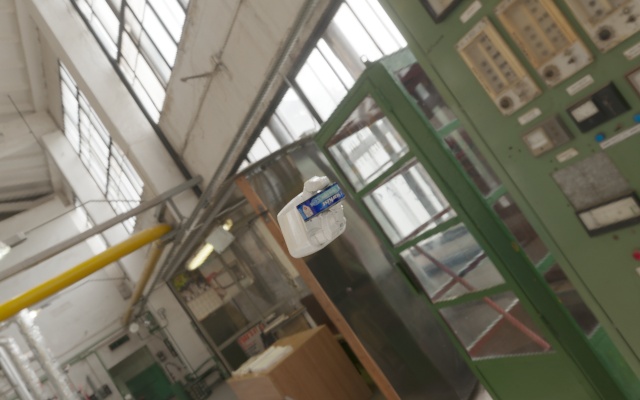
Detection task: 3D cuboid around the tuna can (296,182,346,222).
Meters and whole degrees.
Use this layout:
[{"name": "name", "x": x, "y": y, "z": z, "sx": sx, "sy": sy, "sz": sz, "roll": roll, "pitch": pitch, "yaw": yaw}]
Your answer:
[{"name": "tuna can", "x": 0.000, "y": 0.002, "z": 0.839, "sx": 0.086, "sy": 0.034, "sz": 0.086, "roll": -31, "pitch": 1, "yaw": 1}]
